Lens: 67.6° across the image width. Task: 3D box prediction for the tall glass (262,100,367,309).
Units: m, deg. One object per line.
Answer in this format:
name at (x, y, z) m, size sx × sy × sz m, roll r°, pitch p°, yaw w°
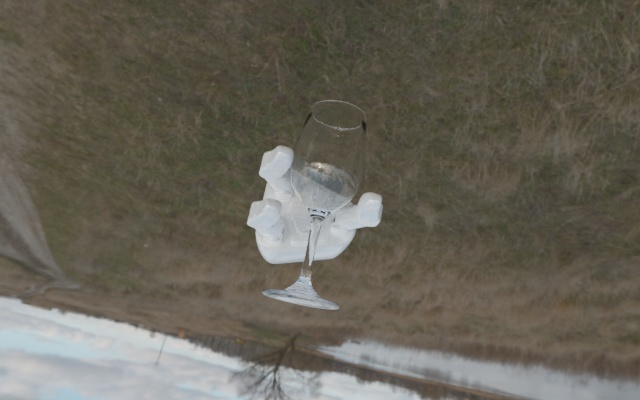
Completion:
tall glass at (0.000, 0.002, 0.479) m, size 0.079 × 0.201 × 0.079 m, roll 11°, pitch -18°, yaw 3°
